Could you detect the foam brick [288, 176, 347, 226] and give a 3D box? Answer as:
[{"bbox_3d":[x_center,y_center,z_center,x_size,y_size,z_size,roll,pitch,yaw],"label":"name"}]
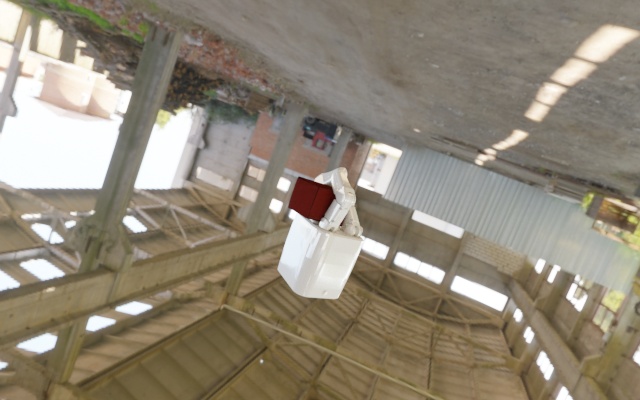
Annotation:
[{"bbox_3d":[0.000,0.002,0.727,0.078,0.051,0.053,15,9,-42],"label":"foam brick"}]
